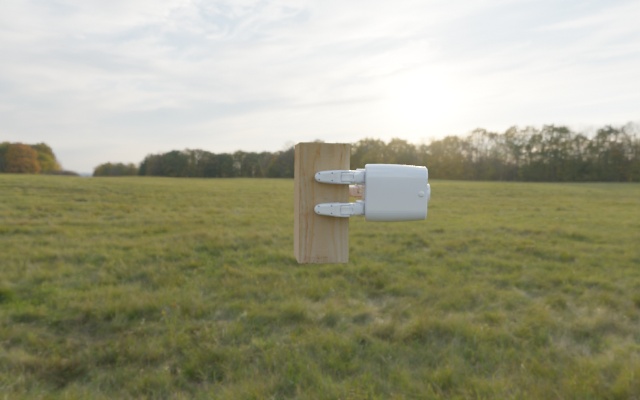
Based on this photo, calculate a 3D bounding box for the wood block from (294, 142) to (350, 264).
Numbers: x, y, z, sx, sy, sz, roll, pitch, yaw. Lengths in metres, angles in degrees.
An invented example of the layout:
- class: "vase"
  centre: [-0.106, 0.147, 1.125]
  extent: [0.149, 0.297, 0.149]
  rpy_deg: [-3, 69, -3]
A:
- class: "wood block"
  centre: [0.000, 0.003, 0.853]
  extent: [0.090, 0.206, 0.091]
  rpy_deg: [0, 3, -8]
